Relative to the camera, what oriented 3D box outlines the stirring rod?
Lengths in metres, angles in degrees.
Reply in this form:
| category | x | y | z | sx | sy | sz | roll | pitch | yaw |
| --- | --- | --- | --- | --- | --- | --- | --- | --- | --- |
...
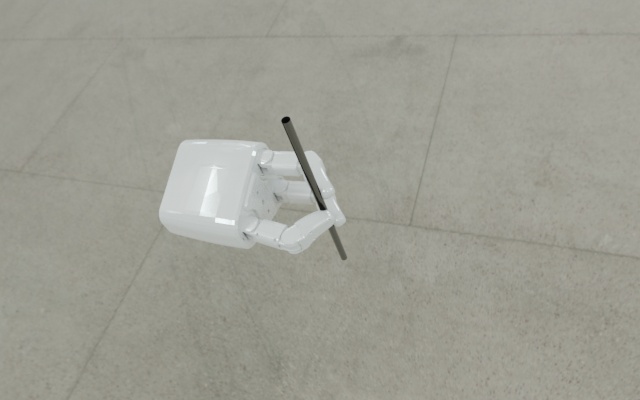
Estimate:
| category | x | y | z | sx | sy | sz | roll | pitch | yaw |
| --- | --- | --- | --- | --- | --- | --- | --- | --- | --- |
| stirring rod | 0.000 | 0.002 | 0.489 | 0.011 | 0.011 | 0.240 | 0 | -34 | 17 |
